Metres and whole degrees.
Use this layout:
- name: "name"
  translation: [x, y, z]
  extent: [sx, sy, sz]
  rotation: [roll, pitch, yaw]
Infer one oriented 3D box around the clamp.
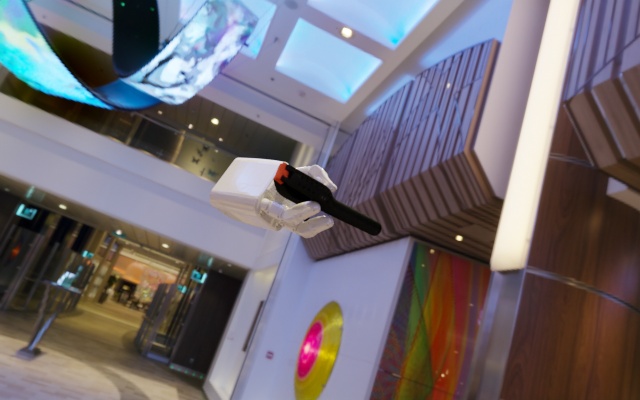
- name: "clamp"
  translation: [0.000, 0.002, 0.770]
  extent: [0.164, 0.036, 0.210]
  rotation: [10, -20, 29]
